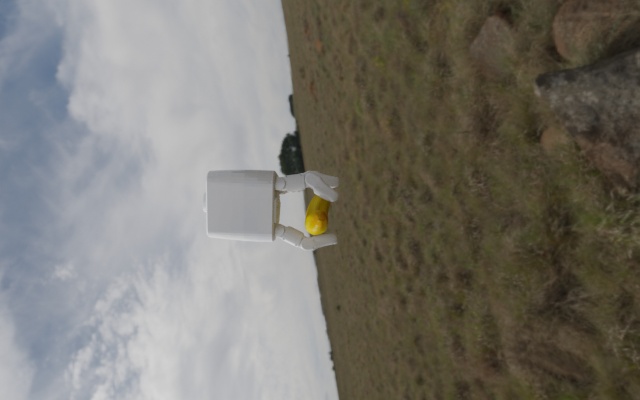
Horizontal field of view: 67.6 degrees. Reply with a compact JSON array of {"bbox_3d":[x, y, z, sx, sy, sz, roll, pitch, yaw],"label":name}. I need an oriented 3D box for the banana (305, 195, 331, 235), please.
[{"bbox_3d":[-0.004,0.019,0.780,0.037,0.070,0.197,14,20,-1],"label":"banana"}]
